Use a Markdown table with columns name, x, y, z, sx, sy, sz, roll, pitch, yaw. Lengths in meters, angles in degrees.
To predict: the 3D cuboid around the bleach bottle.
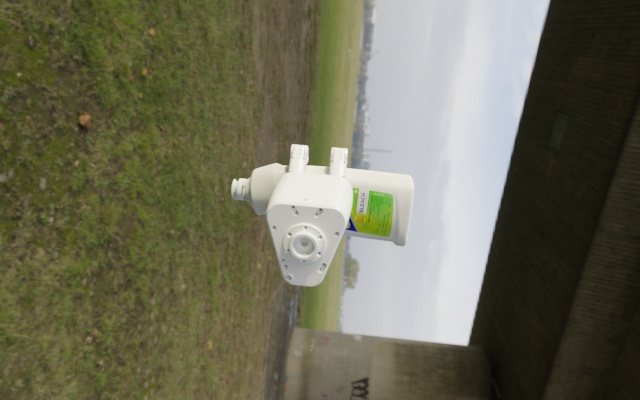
| name | x | y | z | sx | sy | sz | roll | pitch | yaw |
| --- | --- | --- | --- | --- | --- | --- | --- | --- | --- |
| bleach bottle | 0.000 | 0.002 | 0.679 | 0.251 | 0.103 | 0.068 | 5 | 21 | 3 |
